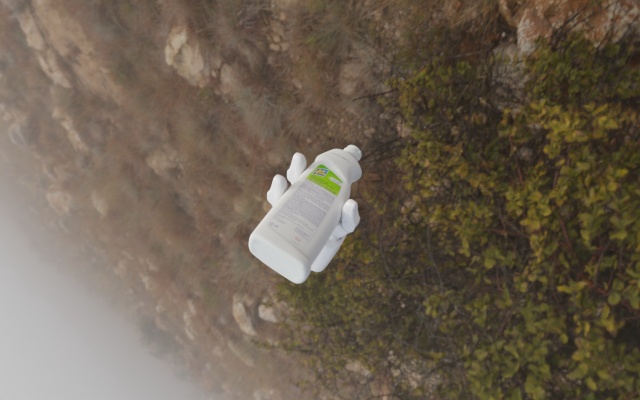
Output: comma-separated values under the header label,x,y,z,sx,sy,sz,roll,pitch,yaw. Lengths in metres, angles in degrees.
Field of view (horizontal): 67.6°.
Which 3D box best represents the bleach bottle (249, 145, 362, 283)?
label,x,y,z,sx,sy,sz,roll,pitch,yaw
bleach bottle,0.000,0.002,0.740,0.102,0.250,0.068,33,-35,8
